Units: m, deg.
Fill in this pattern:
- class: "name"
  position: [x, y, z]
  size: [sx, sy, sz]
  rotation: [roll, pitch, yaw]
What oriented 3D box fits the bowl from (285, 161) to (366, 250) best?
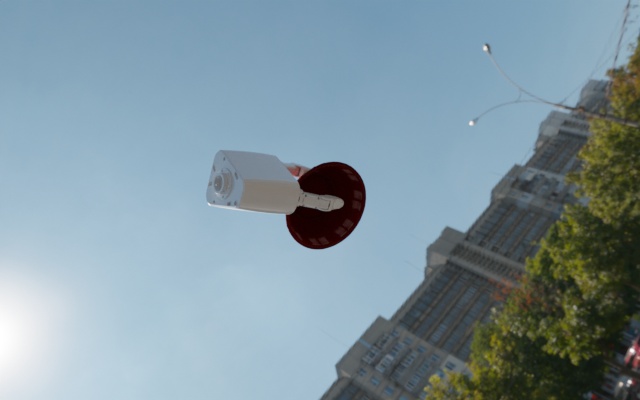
- class: "bowl"
  position: [0.001, 0.003, 0.846]
  size: [0.162, 0.162, 0.055]
  rotation: [0, 19, -31]
